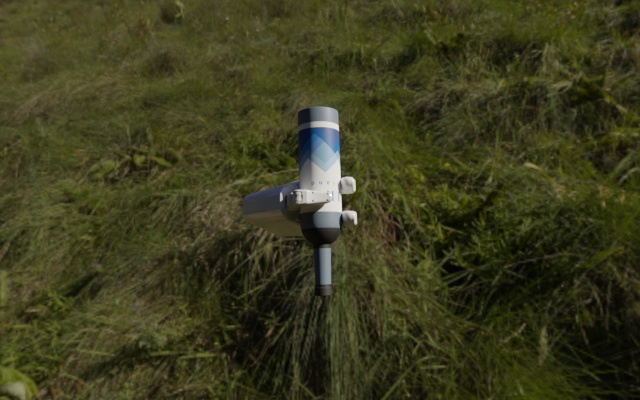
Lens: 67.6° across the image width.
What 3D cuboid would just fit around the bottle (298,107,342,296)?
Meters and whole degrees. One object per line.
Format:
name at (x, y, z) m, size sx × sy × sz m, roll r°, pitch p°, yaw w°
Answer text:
bottle at (0.000, 0.002, 0.763) m, size 0.069 × 0.295 × 0.069 m, roll -2°, pitch -7°, yaw 0°
